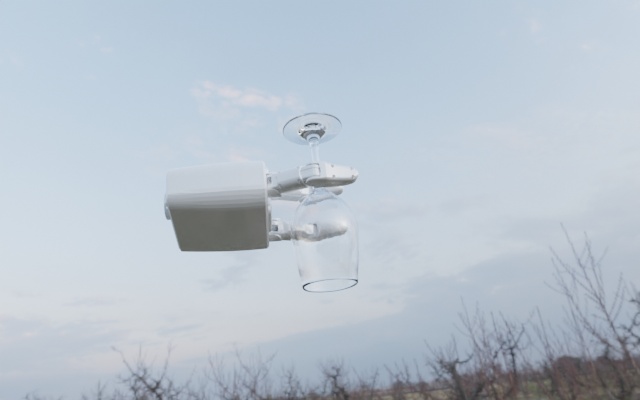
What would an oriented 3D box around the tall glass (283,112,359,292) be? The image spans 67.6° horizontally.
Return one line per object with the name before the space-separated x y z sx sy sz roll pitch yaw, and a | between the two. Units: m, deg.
tall glass | 0.000 0.001 0.558 0.079 0.201 0.079 -6 -23 -2
